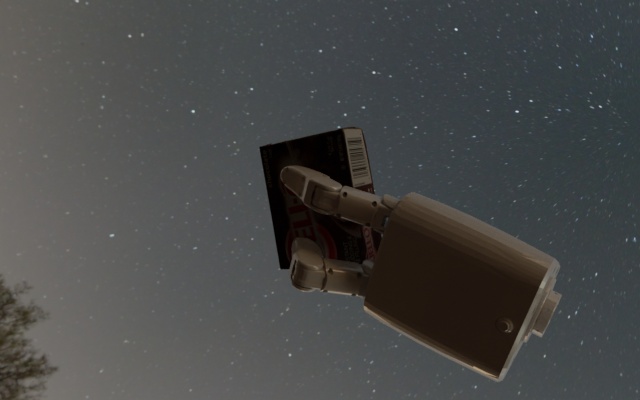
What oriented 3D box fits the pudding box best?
[{"bbox_3d":[0.000,0.001,0.404,0.090,0.113,0.039,-7,3,36],"label":"pudding box"}]
